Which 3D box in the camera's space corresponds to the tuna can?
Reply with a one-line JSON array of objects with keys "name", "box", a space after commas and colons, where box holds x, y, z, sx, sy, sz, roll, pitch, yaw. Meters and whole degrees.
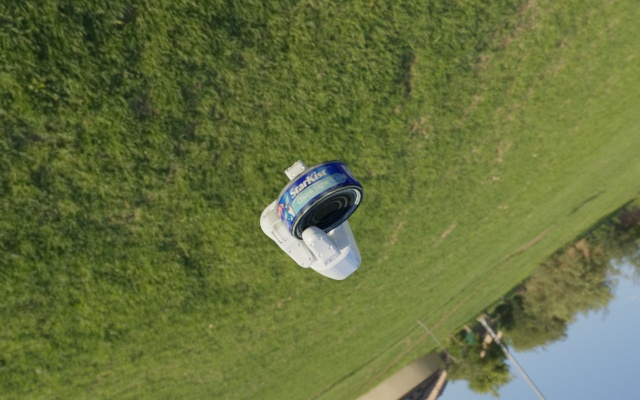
[{"name": "tuna can", "box": [0.000, 0.002, 0.474, 0.086, 0.033, 0.086, -28, -26, -15]}]
